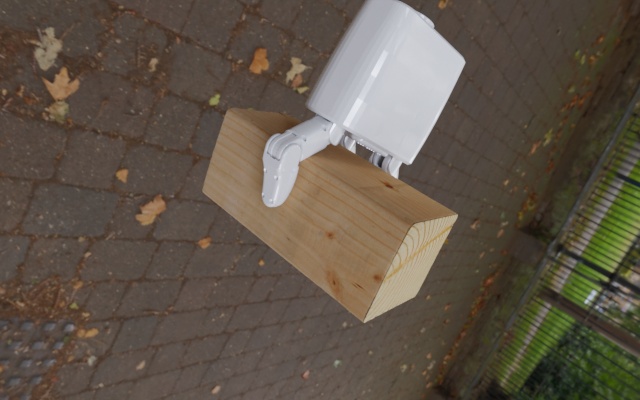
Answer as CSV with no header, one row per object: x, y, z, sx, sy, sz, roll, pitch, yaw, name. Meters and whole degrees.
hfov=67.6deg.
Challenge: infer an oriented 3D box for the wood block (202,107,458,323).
0.000,0.001,0.429,0.206,0.090,0.091,34,23,30,wood block
